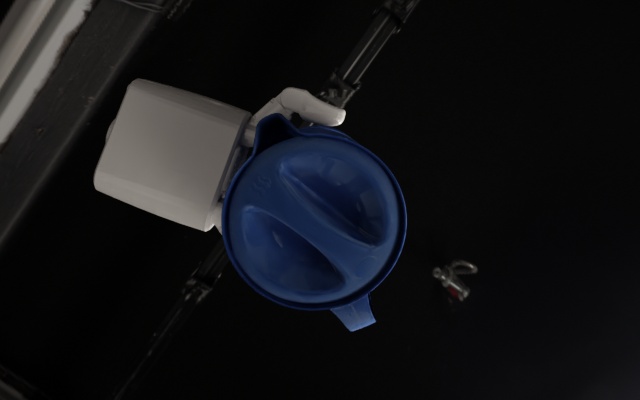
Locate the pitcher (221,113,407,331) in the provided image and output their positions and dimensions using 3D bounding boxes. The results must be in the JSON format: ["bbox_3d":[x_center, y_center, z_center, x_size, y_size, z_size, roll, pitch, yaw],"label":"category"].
[{"bbox_3d":[0.000,0.001,0.454,0.145,0.149,0.242,20,13,-4],"label":"pitcher"}]
